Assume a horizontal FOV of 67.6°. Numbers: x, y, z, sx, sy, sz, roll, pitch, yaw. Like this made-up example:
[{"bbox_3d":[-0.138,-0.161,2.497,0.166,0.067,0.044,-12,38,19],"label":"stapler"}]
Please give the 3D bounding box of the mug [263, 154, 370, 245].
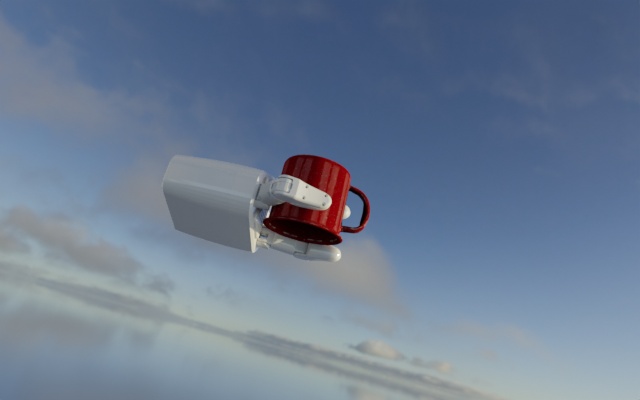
[{"bbox_3d":[0.002,0.002,0.552,0.117,0.081,0.093,13,-18,3],"label":"mug"}]
